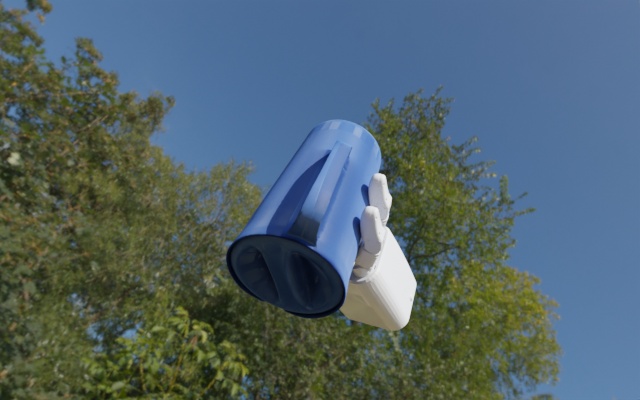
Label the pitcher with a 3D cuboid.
[{"bbox_3d":[0.000,0.002,0.570,0.149,0.145,0.242,-13,35,32],"label":"pitcher"}]
